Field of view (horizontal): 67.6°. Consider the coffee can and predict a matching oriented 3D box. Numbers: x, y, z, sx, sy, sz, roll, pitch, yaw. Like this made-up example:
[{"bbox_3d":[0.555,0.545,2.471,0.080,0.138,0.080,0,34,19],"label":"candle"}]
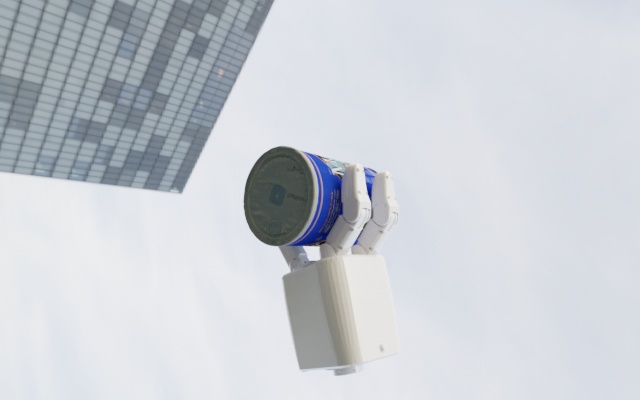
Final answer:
[{"bbox_3d":[0.000,0.002,0.535,0.103,0.103,0.140,0,-6,41],"label":"coffee can"}]
